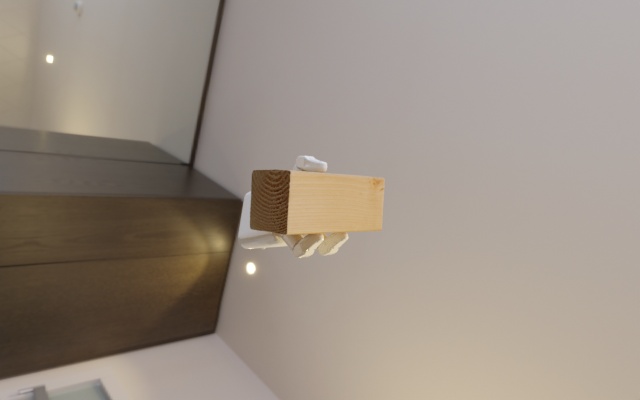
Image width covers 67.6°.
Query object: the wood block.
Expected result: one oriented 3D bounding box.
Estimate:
[{"bbox_3d":[0.000,0.002,0.749,0.206,0.091,0.090,1,2,-44],"label":"wood block"}]
